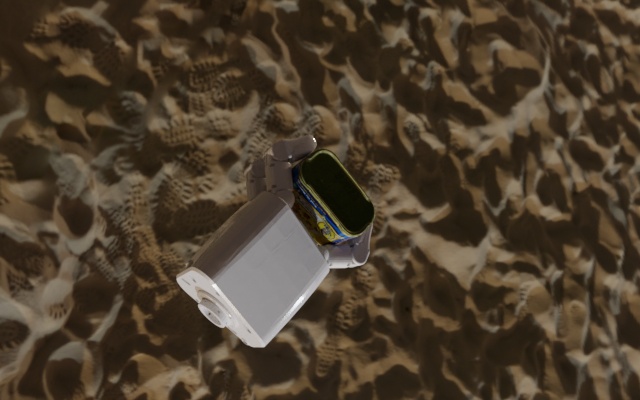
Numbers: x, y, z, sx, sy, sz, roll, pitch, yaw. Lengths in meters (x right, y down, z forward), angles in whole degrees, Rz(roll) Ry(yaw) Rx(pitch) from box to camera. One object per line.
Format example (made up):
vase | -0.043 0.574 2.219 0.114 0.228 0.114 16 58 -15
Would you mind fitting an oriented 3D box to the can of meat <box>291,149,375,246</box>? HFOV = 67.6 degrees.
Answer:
can of meat | 0.000 0.002 0.520 0.057 0.102 0.084 -44 8 -31
